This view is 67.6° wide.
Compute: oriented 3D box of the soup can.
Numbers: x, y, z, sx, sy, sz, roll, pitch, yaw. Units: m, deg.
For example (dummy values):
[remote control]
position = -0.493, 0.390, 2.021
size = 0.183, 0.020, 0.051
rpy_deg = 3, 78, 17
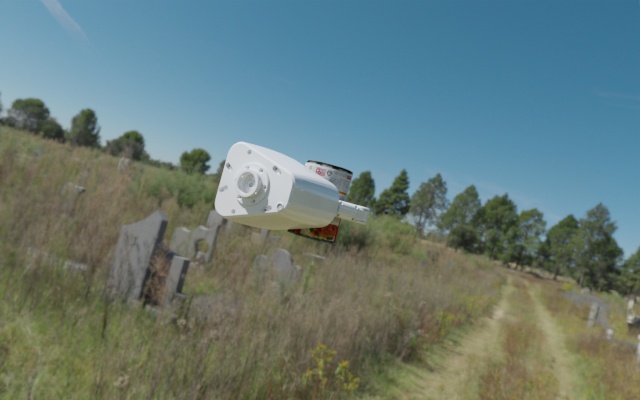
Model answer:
[soup can]
position = 0.001, 0.002, 0.655
size = 0.068, 0.102, 0.068
rpy_deg = 15, -1, 0
